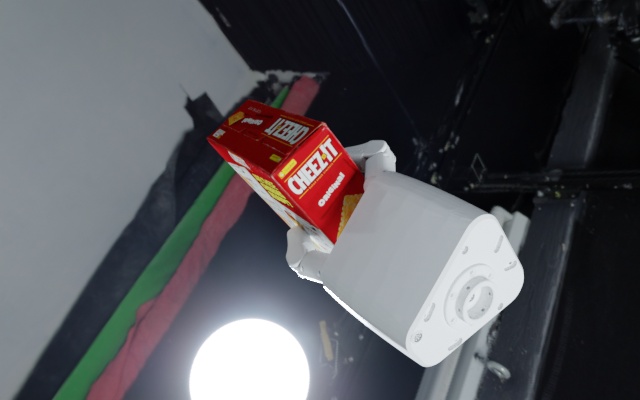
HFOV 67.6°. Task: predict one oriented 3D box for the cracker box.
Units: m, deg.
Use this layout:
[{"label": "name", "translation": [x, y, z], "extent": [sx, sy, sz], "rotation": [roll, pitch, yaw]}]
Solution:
[{"label": "cracker box", "translation": [0.000, 0.002, 0.496], "extent": [0.214, 0.072, 0.164], "rotation": [50, -12, -34]}]
